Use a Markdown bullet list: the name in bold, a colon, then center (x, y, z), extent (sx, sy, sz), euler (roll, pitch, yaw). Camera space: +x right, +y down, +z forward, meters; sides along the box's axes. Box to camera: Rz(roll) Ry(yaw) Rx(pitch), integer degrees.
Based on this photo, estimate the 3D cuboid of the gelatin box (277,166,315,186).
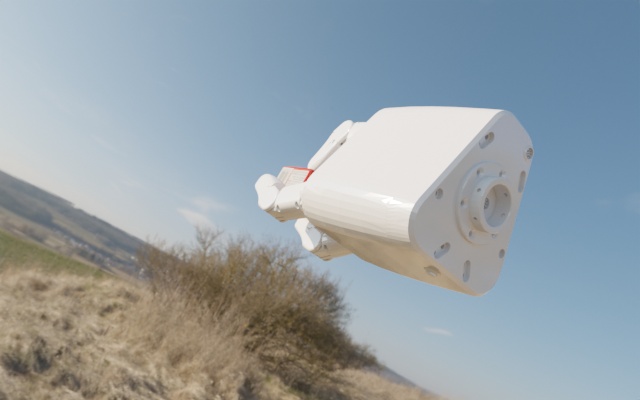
- **gelatin box**: center (0.000, 0.001, 0.435), extent (0.073, 0.030, 0.089), euler (34, -6, -20)
